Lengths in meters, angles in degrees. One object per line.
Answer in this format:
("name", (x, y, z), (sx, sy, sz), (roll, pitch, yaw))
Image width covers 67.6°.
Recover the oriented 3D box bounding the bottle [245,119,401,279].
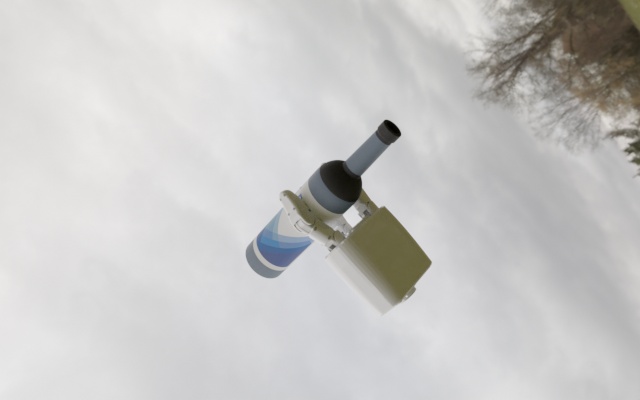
("bottle", (0.000, 0.002, 0.643), (0.069, 0.069, 0.296), (0, -37, -46))
